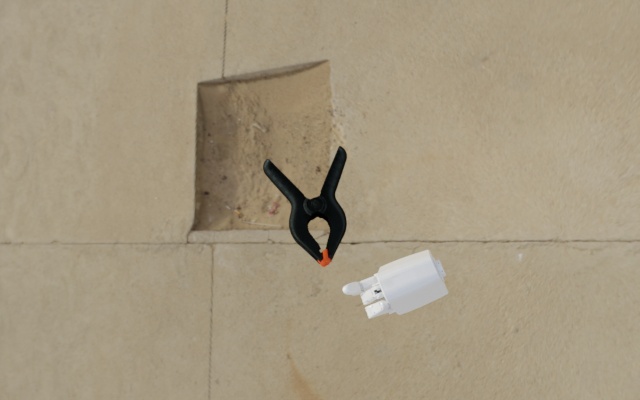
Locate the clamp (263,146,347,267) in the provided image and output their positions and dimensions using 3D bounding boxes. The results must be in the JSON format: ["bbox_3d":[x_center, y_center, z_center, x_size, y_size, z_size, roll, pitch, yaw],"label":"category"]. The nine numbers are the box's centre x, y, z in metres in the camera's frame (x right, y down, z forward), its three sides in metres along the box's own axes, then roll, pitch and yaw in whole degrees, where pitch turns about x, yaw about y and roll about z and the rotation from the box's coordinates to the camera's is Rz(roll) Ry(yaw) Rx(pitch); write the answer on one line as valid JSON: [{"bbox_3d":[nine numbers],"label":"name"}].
[{"bbox_3d":[0.000,0.002,0.663,0.120,0.171,0.039,-21,-14,-1],"label":"clamp"}]
